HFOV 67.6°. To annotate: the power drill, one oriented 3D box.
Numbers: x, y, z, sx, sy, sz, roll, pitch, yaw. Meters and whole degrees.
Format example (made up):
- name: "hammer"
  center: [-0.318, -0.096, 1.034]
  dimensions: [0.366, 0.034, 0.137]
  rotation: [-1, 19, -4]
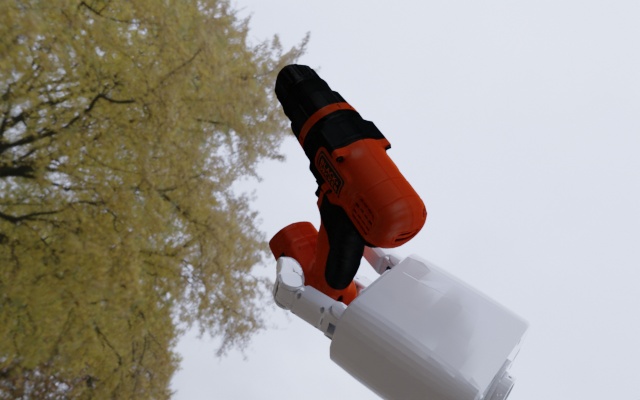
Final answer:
- name: "power drill"
  center: [0.000, 0.002, 0.412]
  dimensions: [0.057, 0.184, 0.188]
  rotation: [-15, -35, -25]
